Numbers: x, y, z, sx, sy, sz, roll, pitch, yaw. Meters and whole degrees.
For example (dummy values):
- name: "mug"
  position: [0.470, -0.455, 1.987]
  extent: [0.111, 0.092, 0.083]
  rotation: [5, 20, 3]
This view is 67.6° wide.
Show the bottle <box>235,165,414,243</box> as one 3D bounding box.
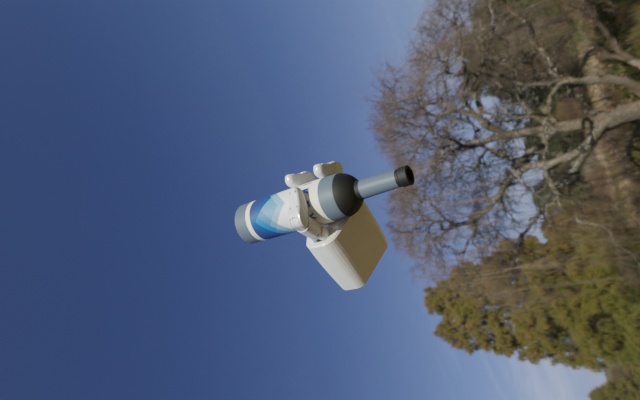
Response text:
- name: "bottle"
  position: [0.000, 0.002, 0.712]
  extent: [0.296, 0.069, 0.069]
  rotation: [-17, -9, 32]
